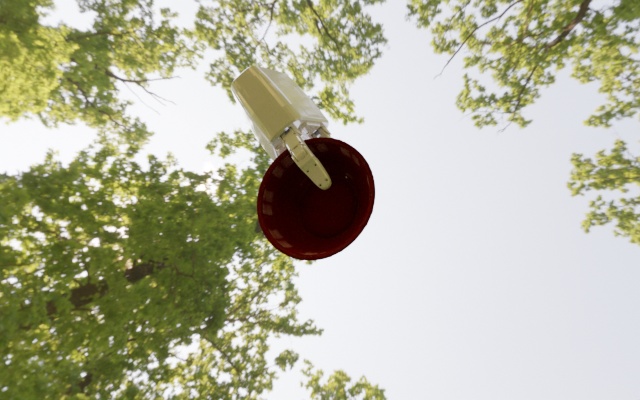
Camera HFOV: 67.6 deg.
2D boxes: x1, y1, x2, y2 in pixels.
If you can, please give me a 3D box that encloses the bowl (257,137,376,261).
[{"bbox_3d":[0.001,0.003,0.623,0.162,0.162,0.055,0,-15,22],"label":"bowl"}]
